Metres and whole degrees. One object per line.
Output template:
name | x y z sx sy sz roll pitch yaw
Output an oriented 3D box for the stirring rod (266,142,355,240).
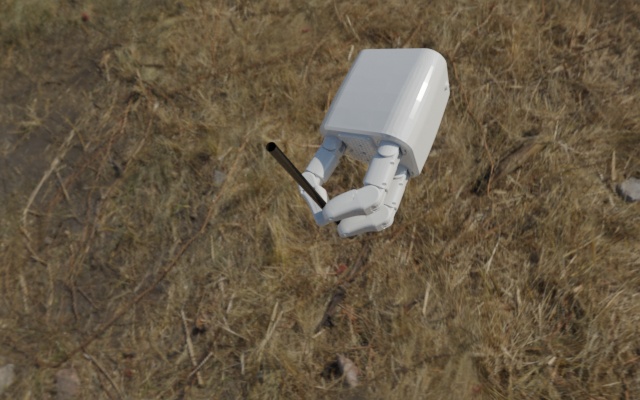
stirring rod | 0.000 0.001 0.456 0.011 0.011 0.240 0 -20 19
